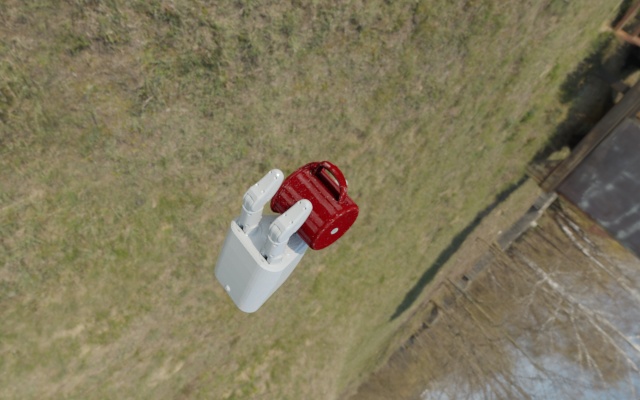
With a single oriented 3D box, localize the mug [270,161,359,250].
[{"bbox_3d":[0.001,0.001,0.612,0.093,0.081,0.117,-22,-29,-44],"label":"mug"}]
